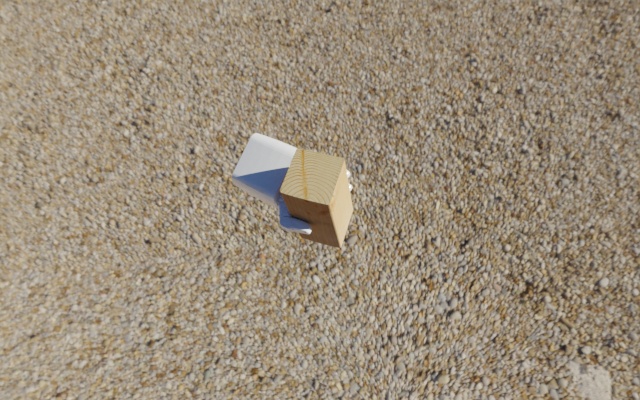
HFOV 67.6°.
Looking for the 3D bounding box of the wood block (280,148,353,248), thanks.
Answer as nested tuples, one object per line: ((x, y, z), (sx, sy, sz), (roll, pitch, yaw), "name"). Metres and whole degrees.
((0.000, 0.003, 0.880), (0.090, 0.090, 0.206), (14, -22, 15), "wood block")
